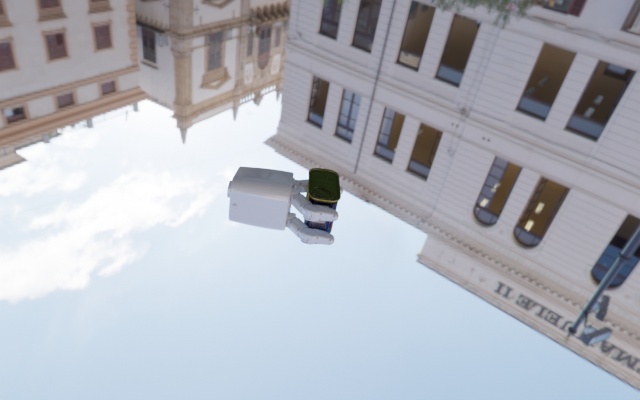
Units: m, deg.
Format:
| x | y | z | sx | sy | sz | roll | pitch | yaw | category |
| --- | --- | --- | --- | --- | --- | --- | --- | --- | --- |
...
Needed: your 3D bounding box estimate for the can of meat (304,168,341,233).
| x | y | z | sx | sy | sz | roll | pitch | yaw | category |
| --- | --- | --- | --- | --- | --- | --- | --- | --- | --- |
| 0.000 | 0.003 | 0.879 | 0.057 | 0.084 | 0.102 | 7 | 35 | -7 | can of meat |
